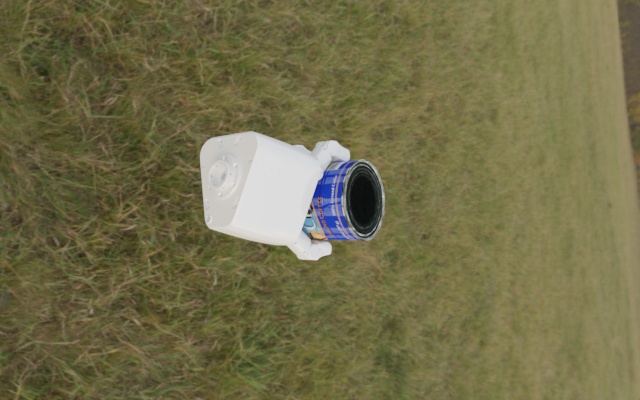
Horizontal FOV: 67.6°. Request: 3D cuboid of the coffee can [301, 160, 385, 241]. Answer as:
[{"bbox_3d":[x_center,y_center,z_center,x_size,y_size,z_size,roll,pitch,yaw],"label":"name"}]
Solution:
[{"bbox_3d":[0.000,0.002,0.638,0.140,0.103,0.103,-3,-2,35],"label":"coffee can"}]
